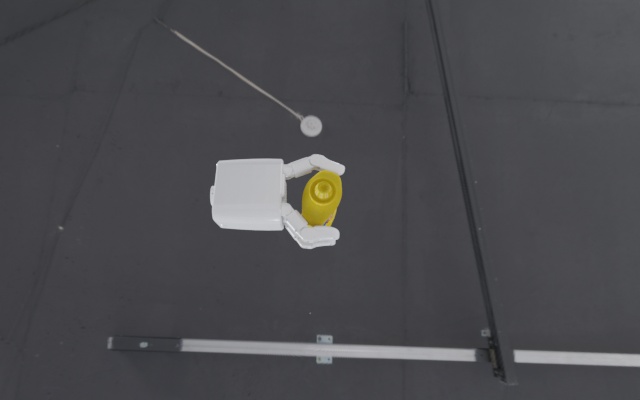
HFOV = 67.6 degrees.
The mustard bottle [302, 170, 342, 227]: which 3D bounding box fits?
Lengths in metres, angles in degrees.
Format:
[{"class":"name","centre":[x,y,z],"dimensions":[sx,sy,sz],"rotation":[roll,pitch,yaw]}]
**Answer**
[{"class":"mustard bottle","centre":[0.000,0.003,0.777],"dimensions":[0.058,0.096,0.192],"rotation":[23,-13,3]}]
